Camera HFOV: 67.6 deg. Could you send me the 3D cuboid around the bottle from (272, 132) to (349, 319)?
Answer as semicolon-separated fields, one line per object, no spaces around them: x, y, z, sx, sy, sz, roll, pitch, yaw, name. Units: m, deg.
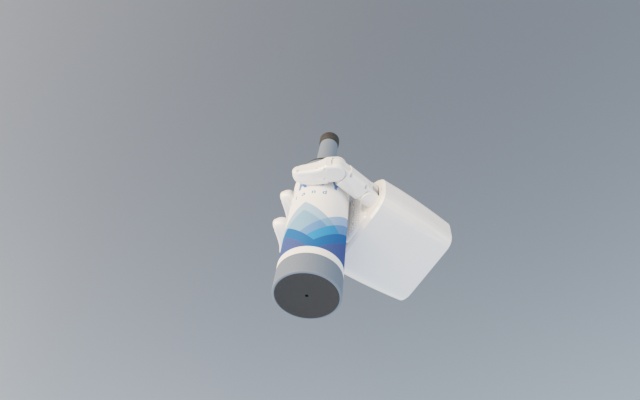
0.000;0.002;0.561;0.069;0.069;0.295;0;37;6;bottle
